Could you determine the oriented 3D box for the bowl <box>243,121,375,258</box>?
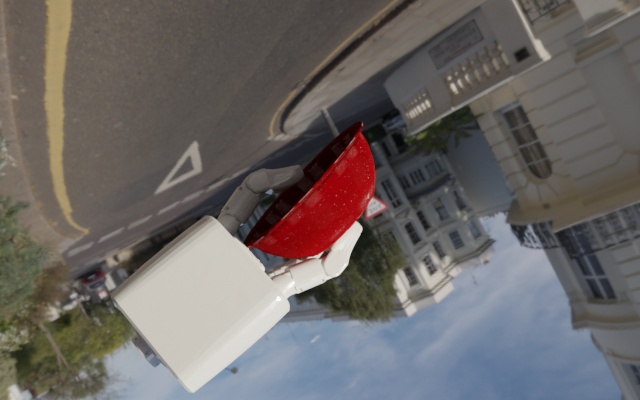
[{"bbox_3d":[0.001,0.001,0.453,0.055,0.162,0.162,43,-8,-9],"label":"bowl"}]
